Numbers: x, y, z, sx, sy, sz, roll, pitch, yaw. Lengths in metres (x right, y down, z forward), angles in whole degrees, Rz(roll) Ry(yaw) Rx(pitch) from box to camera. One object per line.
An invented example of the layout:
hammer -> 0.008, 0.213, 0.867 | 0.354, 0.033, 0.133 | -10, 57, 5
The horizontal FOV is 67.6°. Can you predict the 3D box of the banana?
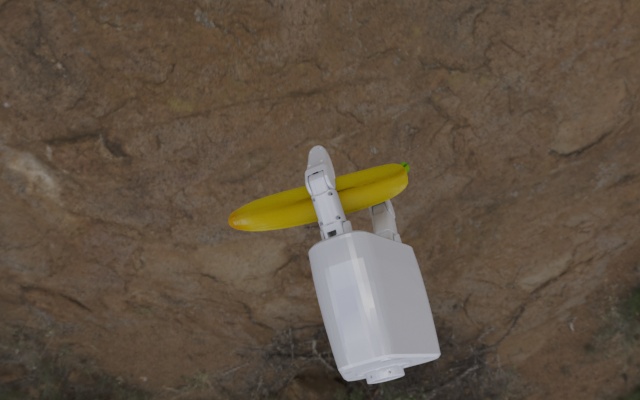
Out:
banana -> 0.005, 0.000, 0.468 | 0.198, 0.037, 0.069 | -15, -2, -6
